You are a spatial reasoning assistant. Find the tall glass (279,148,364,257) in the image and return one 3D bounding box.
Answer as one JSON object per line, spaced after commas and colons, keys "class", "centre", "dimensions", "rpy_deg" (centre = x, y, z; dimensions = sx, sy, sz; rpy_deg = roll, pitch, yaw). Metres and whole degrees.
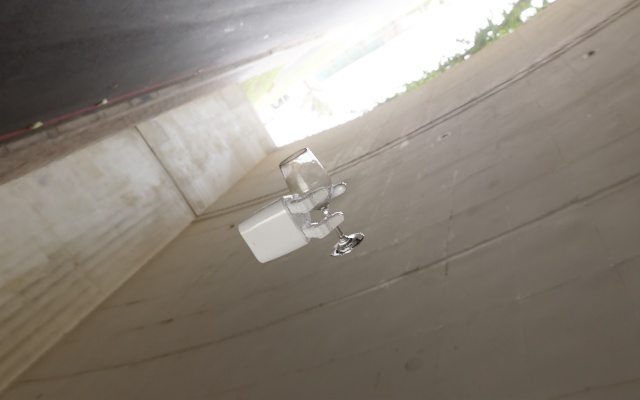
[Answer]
{"class": "tall glass", "centre": [0.001, 0.003, 0.890], "dimensions": [0.079, 0.201, 0.079], "rpy_deg": [-29, 13, 8]}
